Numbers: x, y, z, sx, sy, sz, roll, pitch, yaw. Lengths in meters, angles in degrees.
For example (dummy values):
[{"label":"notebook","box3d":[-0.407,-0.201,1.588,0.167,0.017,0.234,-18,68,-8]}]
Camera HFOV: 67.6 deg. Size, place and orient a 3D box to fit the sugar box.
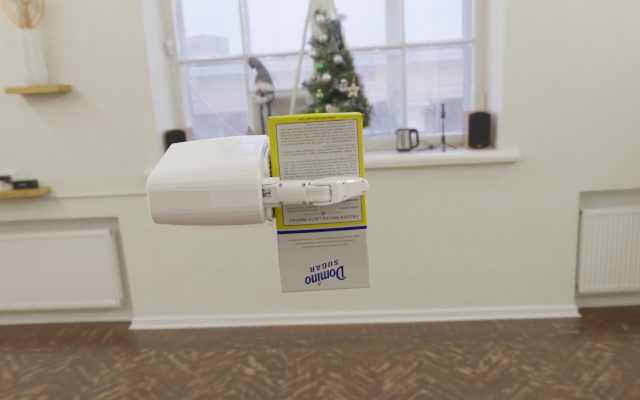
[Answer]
[{"label":"sugar box","box3d":[0.000,0.001,0.485,0.093,0.176,0.048,-3,12,0]}]
